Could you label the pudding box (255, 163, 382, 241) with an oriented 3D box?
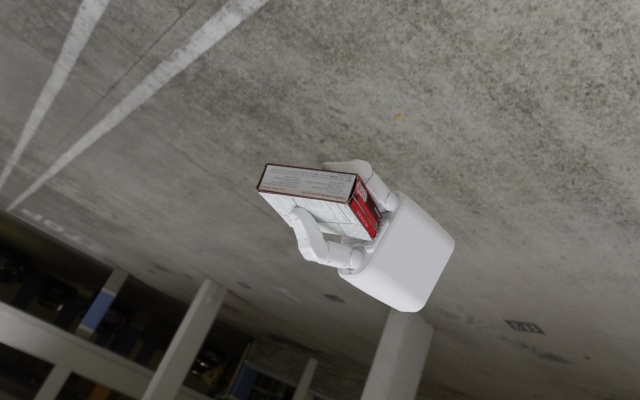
[{"bbox_3d":[0.000,0.002,0.512,0.113,0.039,0.090,7,-26,27],"label":"pudding box"}]
